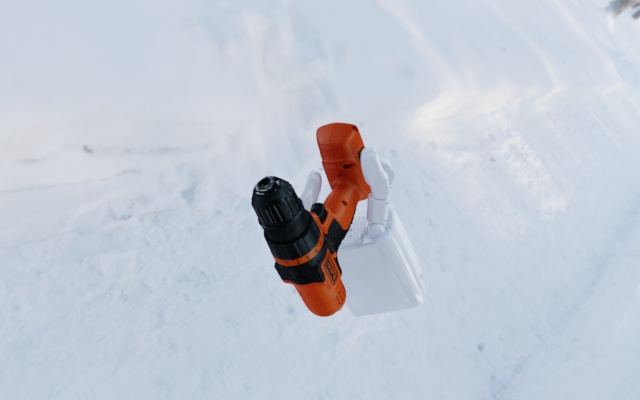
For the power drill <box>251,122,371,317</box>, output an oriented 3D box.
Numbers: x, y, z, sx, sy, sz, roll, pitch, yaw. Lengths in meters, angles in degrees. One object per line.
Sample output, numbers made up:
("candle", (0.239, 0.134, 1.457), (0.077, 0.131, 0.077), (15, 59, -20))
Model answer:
("power drill", (0.000, 0.002, 0.508), (0.057, 0.187, 0.185), (2, -44, 25))
